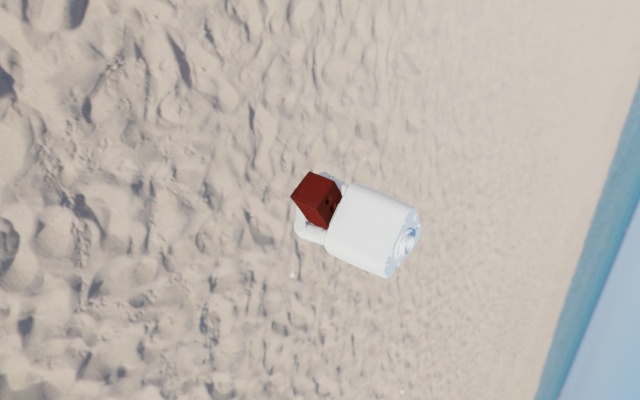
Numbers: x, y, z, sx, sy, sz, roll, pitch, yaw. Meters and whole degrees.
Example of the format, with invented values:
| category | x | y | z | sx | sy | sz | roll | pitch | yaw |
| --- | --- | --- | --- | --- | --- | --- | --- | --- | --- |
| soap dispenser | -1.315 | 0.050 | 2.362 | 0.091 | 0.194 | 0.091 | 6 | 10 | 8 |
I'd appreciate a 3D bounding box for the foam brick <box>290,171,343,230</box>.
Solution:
| category | x | y | z | sx | sy | sz | roll | pitch | yaw |
| --- | --- | --- | --- | --- | --- | --- | --- | --- | --- |
| foam brick | 0.000 | 0.002 | 0.730 | 0.051 | 0.053 | 0.078 | 24 | -19 | 32 |
